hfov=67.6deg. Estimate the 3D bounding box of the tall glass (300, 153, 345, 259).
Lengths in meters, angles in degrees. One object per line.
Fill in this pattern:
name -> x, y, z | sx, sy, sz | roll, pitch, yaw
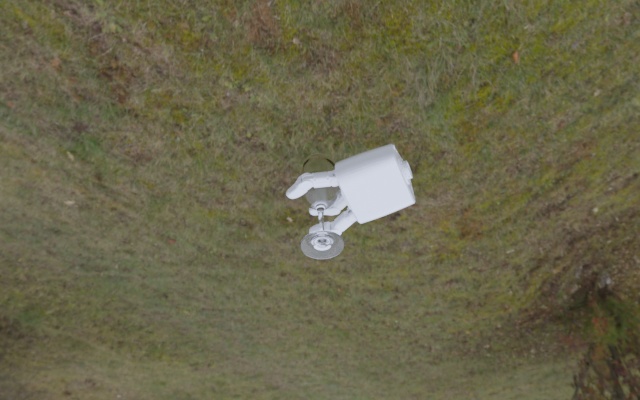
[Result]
tall glass -> 0.000, 0.003, 0.857 | 0.079, 0.200, 0.079 | -2, -44, -2
